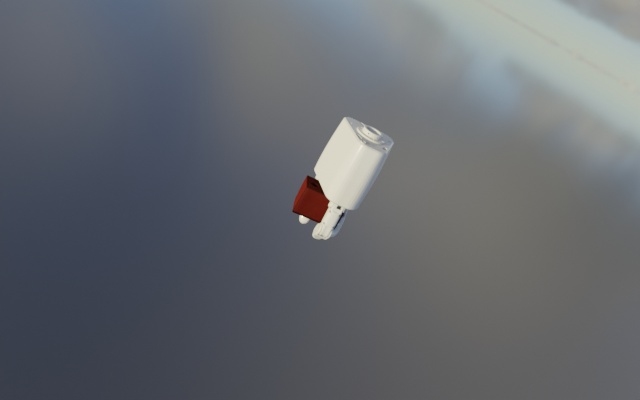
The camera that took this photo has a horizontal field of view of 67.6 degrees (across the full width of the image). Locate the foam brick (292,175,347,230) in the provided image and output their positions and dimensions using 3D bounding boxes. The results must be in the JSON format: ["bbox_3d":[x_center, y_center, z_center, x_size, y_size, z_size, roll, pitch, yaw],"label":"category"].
[{"bbox_3d":[0.000,0.003,0.790,0.078,0.051,0.053,23,24,-11],"label":"foam brick"}]
